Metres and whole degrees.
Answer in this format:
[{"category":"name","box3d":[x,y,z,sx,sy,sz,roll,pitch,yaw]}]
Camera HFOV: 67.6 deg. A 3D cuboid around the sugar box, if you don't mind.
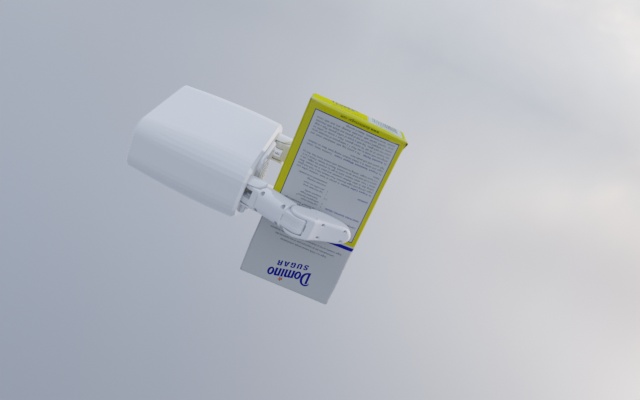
[{"category":"sugar box","box3d":[0.000,0.001,0.445,0.093,0.176,0.048,24,21,-4]}]
